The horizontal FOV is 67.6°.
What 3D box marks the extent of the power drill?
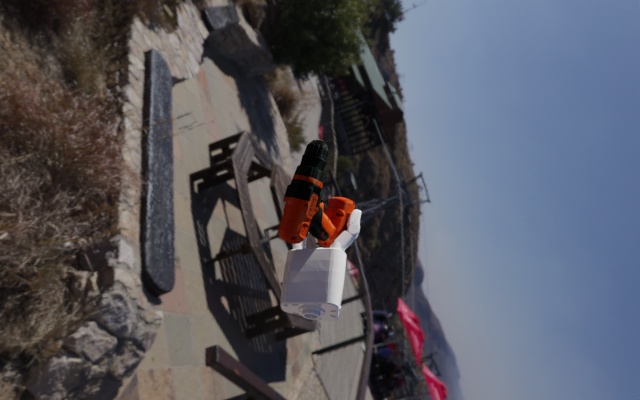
[{"bbox_3d":[0.000,0.003,0.866,0.057,0.184,0.188,12,-12,30],"label":"power drill"}]
